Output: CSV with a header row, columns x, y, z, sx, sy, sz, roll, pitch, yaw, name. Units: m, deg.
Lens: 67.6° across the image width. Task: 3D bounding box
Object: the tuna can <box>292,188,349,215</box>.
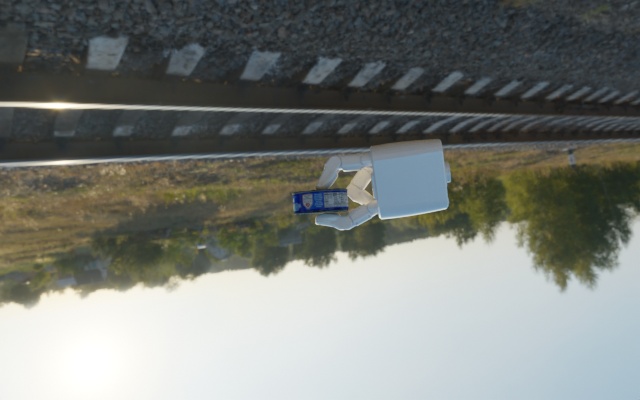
x,y,z,sx,sy,sz,roll,pitch,yaw,name
0.000,0.003,0.733,0.086,0.034,0.086,-4,-3,0,tuna can
